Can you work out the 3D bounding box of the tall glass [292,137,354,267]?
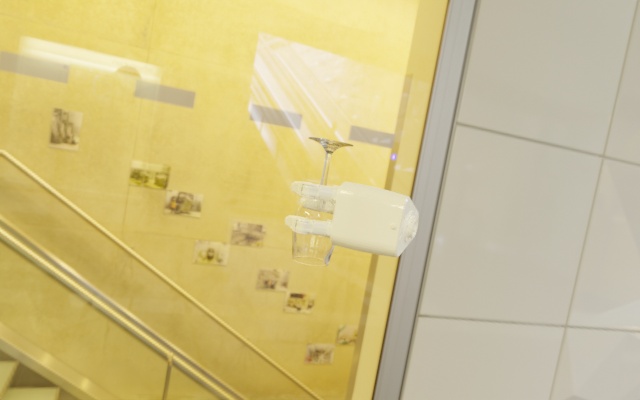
[{"bbox_3d":[0.000,0.002,0.776,0.079,0.201,0.079,10,4,-1],"label":"tall glass"}]
